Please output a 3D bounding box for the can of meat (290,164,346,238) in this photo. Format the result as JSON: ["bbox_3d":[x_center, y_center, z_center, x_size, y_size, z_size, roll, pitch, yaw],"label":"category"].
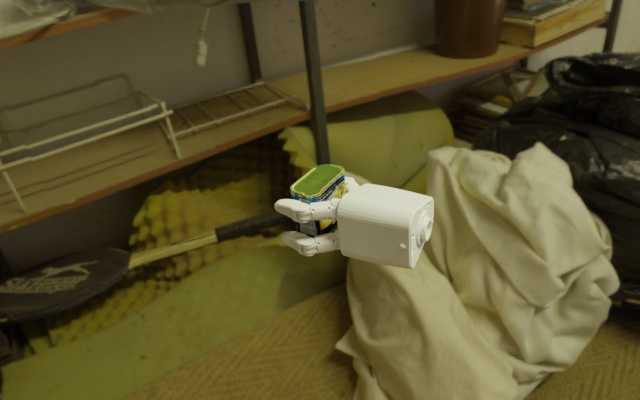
[{"bbox_3d":[0.000,0.002,0.730,0.057,0.084,0.102,13,37,29],"label":"can of meat"}]
